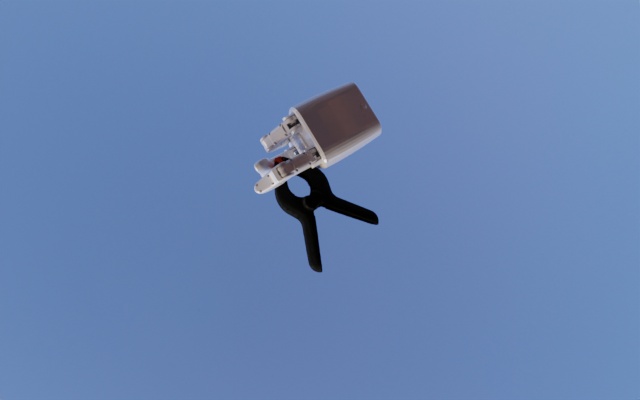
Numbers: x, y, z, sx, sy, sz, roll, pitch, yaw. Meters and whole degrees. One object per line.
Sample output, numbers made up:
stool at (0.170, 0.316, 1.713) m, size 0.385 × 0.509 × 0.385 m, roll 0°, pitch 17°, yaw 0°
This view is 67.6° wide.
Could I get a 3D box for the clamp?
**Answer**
clamp at (0.000, 0.002, 0.682) m, size 0.120 × 0.171 × 0.039 m, roll -29°, pitch -4°, yaw -18°
